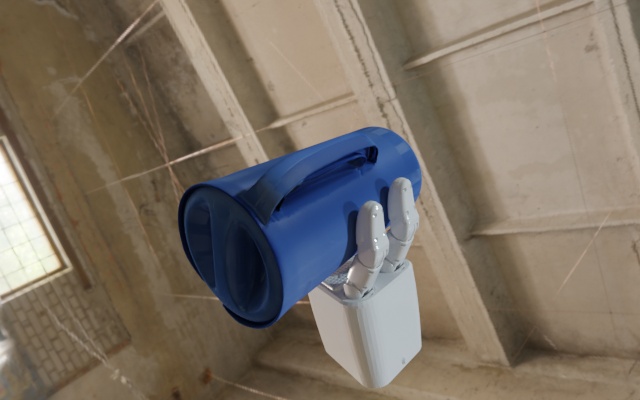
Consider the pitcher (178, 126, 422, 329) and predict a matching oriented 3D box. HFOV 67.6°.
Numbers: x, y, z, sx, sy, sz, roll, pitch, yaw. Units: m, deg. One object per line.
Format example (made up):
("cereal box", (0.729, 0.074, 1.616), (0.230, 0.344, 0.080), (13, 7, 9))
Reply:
("pitcher", (0.000, 0.002, 0.465), (0.149, 0.145, 0.242), (5, 25, 43))
